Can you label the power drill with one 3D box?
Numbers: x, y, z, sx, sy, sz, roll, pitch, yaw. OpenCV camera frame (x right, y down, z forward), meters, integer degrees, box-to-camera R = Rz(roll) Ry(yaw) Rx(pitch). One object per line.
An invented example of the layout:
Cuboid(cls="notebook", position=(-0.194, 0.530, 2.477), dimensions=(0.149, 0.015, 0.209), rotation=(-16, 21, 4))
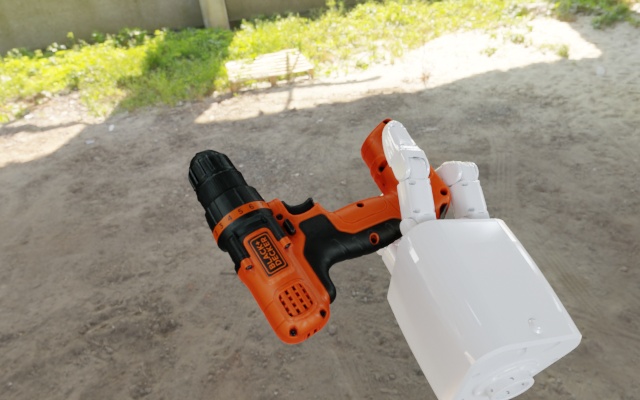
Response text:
Cuboid(cls="power drill", position=(0.001, 0.001, 0.412), dimensions=(0.187, 0.184, 0.057), rotation=(-28, -20, -17))
